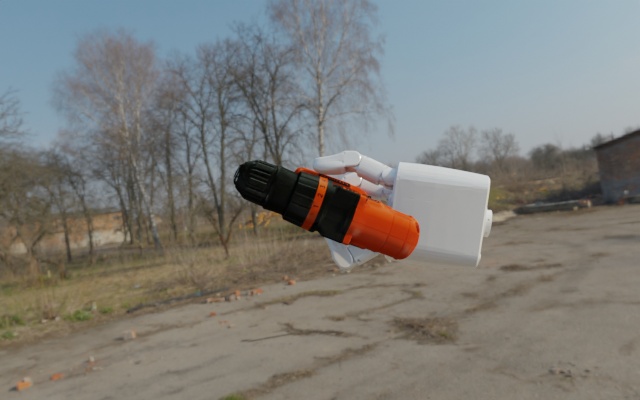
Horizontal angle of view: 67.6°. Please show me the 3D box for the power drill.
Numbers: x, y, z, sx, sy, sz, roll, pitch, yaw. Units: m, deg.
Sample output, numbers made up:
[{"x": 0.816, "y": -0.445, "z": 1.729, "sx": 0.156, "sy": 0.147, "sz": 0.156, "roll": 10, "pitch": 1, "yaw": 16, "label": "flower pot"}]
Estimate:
[{"x": 0.000, "y": 0.002, "z": 0.520, "sx": 0.184, "sy": 0.057, "sz": 0.187, "roll": 23, "pitch": 5, "yaw": -7, "label": "power drill"}]
